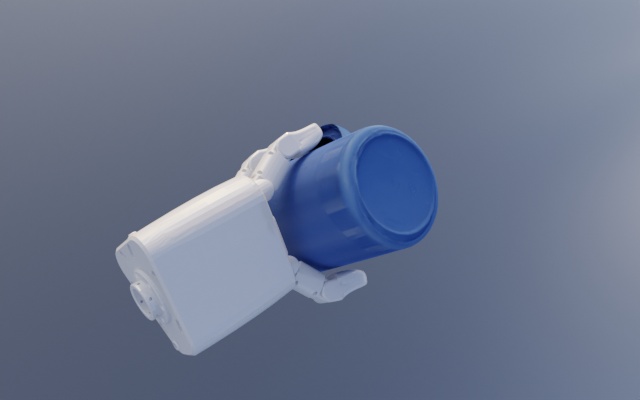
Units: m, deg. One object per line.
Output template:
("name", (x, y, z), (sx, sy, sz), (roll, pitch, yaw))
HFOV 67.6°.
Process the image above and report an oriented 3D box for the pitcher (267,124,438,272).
("pitcher", (0.000, 0.002, 0.495), (0.145, 0.149, 0.243), (-31, 5, -35))
